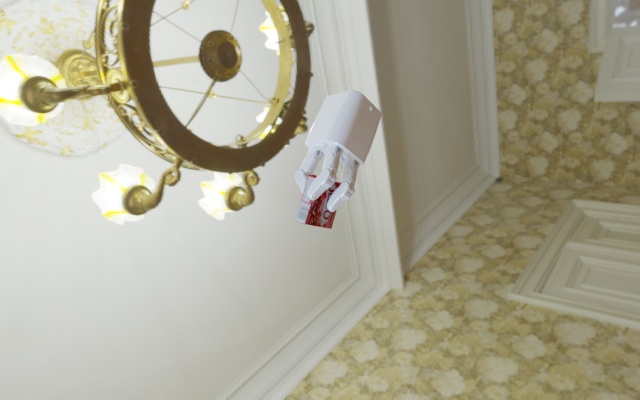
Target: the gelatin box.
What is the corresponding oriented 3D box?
[{"bbox_3d":[0.000,0.003,0.865,0.030,0.089,0.073,20,4,42],"label":"gelatin box"}]
